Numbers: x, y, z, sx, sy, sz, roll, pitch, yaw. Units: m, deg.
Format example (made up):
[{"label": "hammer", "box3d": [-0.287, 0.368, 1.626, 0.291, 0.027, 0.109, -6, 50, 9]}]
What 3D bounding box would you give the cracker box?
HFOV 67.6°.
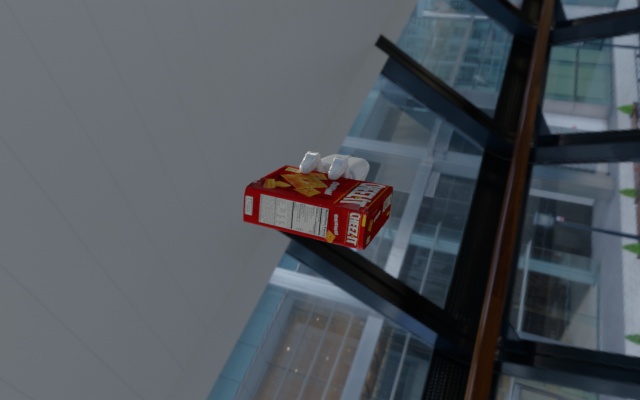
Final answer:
[{"label": "cracker box", "box3d": [0.000, 0.003, 0.818, 0.213, 0.072, 0.164, 12, 20, 19]}]
